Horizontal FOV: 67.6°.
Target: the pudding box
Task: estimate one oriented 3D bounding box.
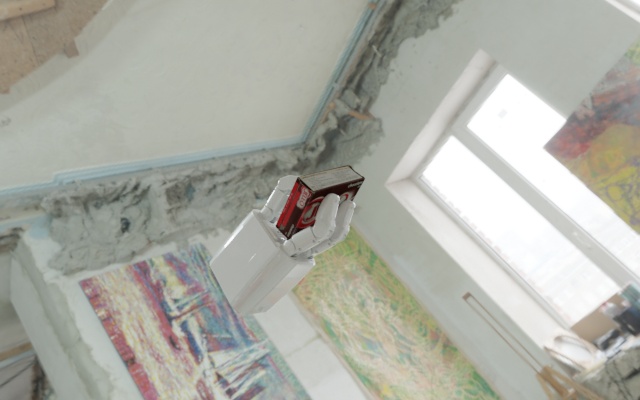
[{"bbox_3d":[0.000,0.002,0.662,0.039,0.090,0.113,44,37,22],"label":"pudding box"}]
